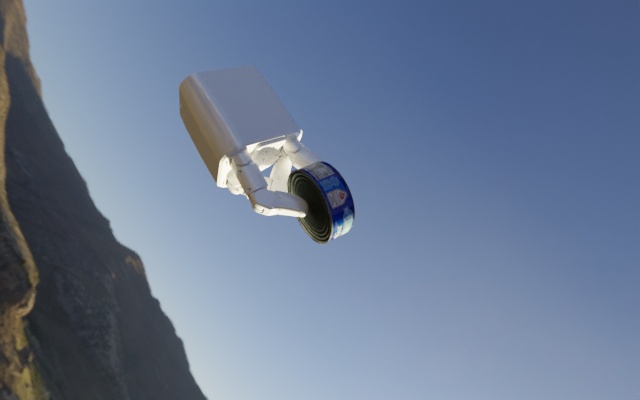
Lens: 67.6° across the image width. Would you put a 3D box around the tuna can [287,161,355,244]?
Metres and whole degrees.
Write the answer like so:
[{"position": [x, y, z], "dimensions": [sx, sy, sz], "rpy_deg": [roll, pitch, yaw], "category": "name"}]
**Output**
[{"position": [0.001, 0.002, 0.519], "dimensions": [0.033, 0.086, 0.086], "rpy_deg": [-24, 11, -26], "category": "tuna can"}]
